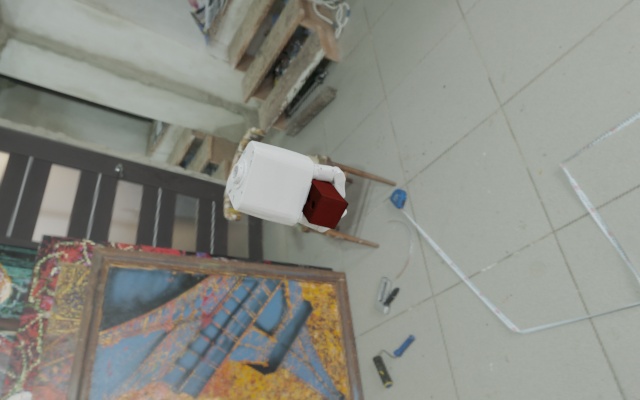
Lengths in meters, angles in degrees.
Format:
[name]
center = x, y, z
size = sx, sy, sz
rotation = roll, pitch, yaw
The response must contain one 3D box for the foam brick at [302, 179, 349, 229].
[foam brick]
center = 0.000, 0.003, 0.787
size = 0.051, 0.053, 0.078
rotation = 16, 21, -30
